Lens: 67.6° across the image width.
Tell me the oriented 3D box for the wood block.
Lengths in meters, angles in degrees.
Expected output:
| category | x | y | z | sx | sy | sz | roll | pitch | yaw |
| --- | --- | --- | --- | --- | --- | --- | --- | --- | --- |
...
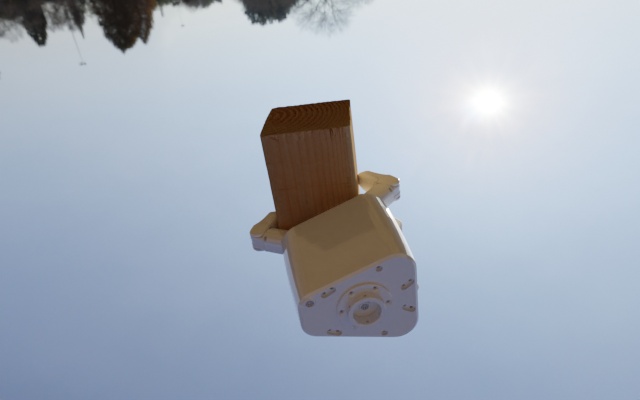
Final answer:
| category | x | y | z | sx | sy | sz | roll | pitch | yaw |
| --- | --- | --- | --- | --- | --- | --- | --- | --- | --- |
| wood block | 0.000 | 0.002 | 0.541 | 0.091 | 0.206 | 0.090 | -5 | 29 | 6 |
